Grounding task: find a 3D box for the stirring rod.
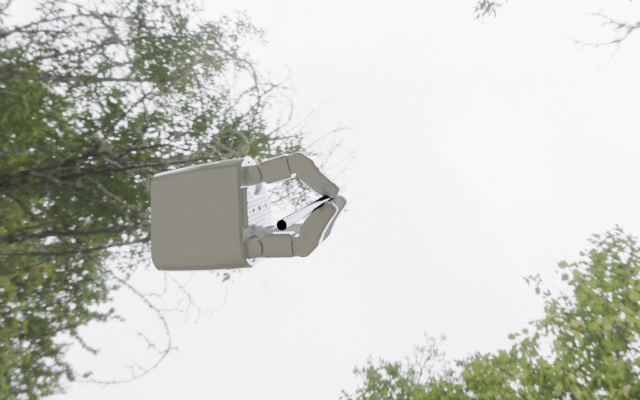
[{"bbox_3d":[0.000,0.001,0.452,0.011,0.011,0.239,0,8,13],"label":"stirring rod"}]
